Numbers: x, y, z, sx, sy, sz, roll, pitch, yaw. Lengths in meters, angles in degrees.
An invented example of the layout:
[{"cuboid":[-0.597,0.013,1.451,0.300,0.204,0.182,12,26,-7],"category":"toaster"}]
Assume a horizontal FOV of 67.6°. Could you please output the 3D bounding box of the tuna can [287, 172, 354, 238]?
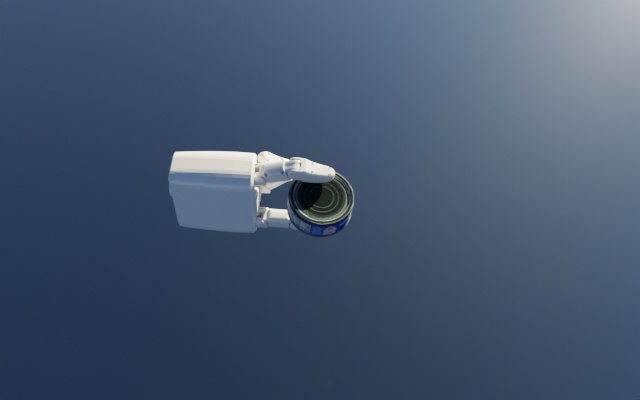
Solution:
[{"cuboid":[0.000,0.002,0.615,0.086,0.086,0.034,0,-30,-7],"category":"tuna can"}]
